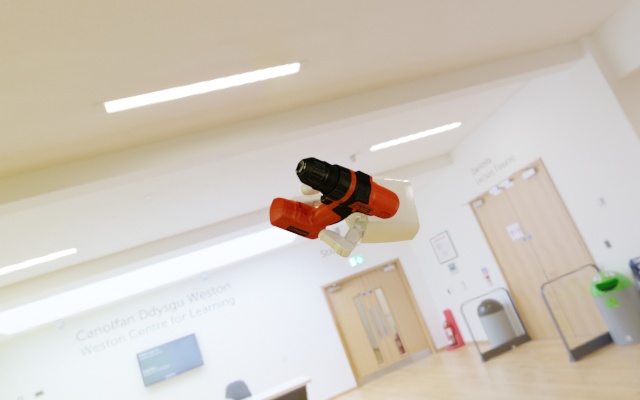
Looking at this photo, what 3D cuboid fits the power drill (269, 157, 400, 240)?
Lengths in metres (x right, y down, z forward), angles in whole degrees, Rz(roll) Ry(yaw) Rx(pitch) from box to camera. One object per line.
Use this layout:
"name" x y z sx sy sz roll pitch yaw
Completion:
"power drill" 0.000 0.003 0.745 0.184 0.057 0.188 23 -29 -32
